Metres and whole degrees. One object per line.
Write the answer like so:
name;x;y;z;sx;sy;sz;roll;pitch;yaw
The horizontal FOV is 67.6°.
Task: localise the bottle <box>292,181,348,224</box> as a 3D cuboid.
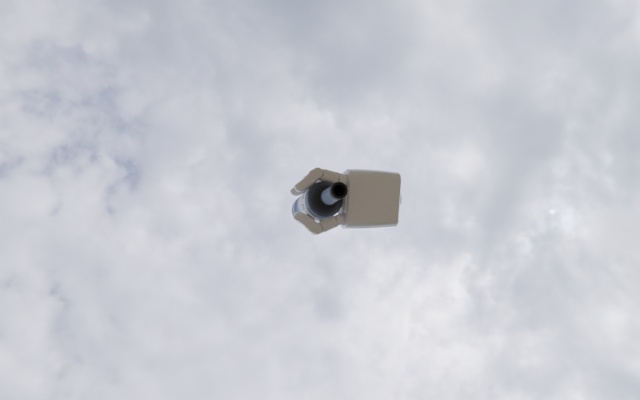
bottle;0.000;0.003;0.895;0.069;0.069;0.296;0;-7;-12
